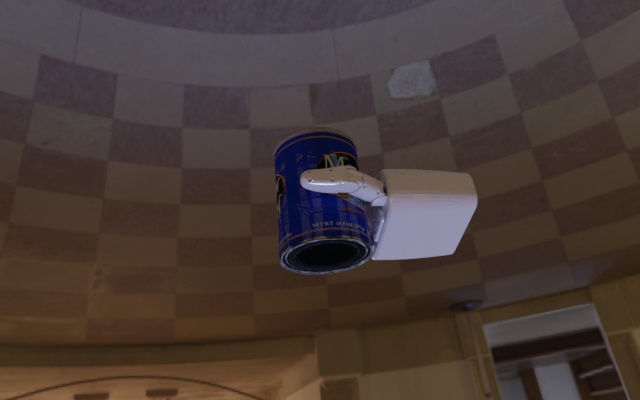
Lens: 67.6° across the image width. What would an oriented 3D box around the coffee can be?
[{"bbox_3d":[0.000,0.002,0.552,0.103,0.140,0.103,-5,-29,-3],"label":"coffee can"}]
